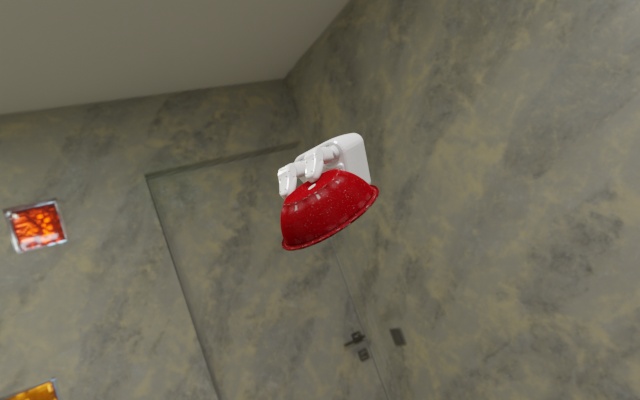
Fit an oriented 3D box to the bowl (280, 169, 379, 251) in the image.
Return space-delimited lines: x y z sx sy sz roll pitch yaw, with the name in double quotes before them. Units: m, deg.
"bowl" 0.000 0.002 0.680 0.162 0.055 0.162 -30 15 9
